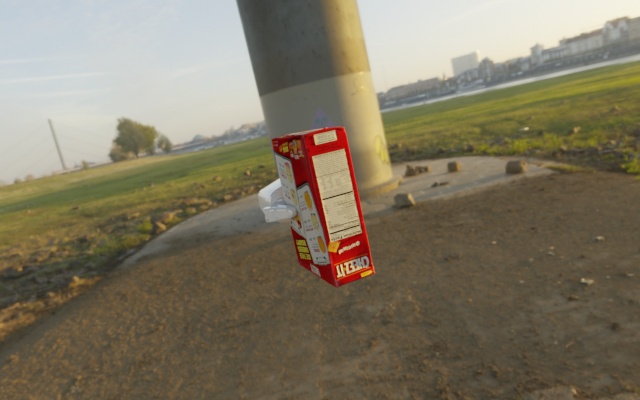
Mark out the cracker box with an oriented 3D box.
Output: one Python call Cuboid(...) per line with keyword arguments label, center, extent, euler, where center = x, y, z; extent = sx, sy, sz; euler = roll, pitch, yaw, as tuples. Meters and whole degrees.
Cuboid(label="cracker box", center=(0.000, 0.002, 0.711), extent=(0.072, 0.214, 0.164), euler=(-16, 10, -19))
